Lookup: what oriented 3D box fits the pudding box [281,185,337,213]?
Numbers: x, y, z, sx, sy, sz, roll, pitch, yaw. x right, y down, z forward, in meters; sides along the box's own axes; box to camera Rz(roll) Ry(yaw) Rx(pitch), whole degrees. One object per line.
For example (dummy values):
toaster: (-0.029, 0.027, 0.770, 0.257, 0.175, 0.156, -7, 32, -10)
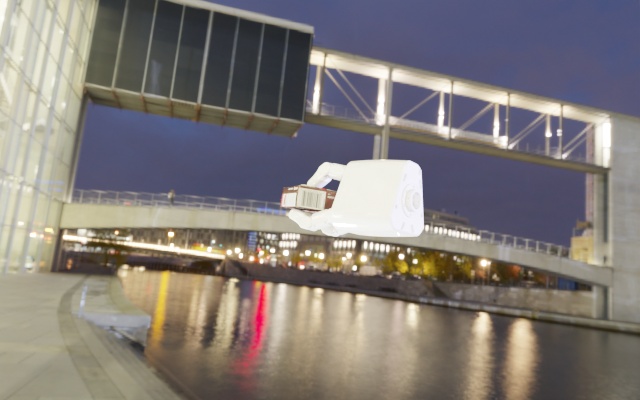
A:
pudding box: (0.000, 0.002, 0.795, 0.113, 0.039, 0.090, 11, -6, -20)
